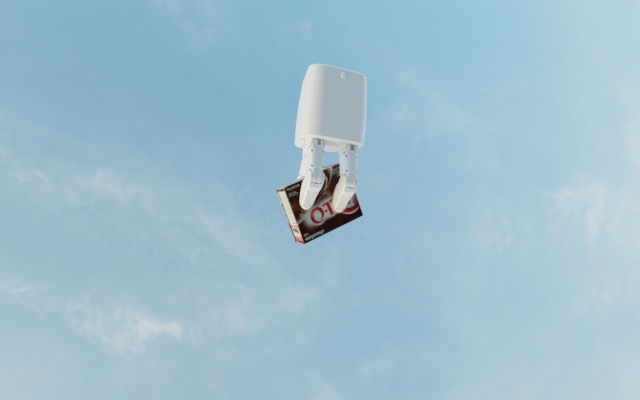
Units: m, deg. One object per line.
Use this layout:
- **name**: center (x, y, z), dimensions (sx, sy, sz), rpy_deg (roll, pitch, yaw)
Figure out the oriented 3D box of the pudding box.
- **pudding box**: center (0.000, 0.002, 0.721), dimensions (0.113, 0.090, 0.039), rpy_deg (-24, 11, -23)
